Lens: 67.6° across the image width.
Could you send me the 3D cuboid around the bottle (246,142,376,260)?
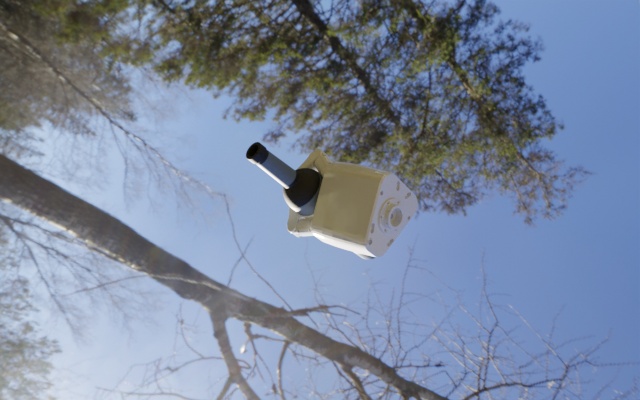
[{"bbox_3d":[0.000,0.002,0.726,0.069,0.069,0.296,0,-28,43],"label":"bottle"}]
